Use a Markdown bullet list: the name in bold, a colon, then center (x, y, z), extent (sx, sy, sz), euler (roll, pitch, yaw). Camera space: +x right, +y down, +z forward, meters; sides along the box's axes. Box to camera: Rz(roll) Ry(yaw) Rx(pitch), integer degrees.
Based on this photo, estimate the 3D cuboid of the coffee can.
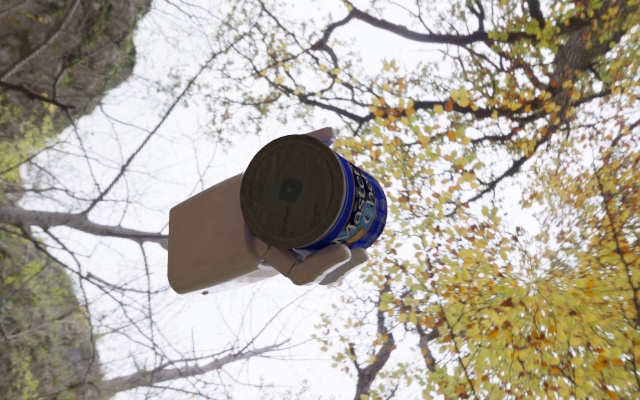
- **coffee can**: center (0.000, 0.001, 0.480), extent (0.103, 0.103, 0.140), euler (0, -9, 24)
